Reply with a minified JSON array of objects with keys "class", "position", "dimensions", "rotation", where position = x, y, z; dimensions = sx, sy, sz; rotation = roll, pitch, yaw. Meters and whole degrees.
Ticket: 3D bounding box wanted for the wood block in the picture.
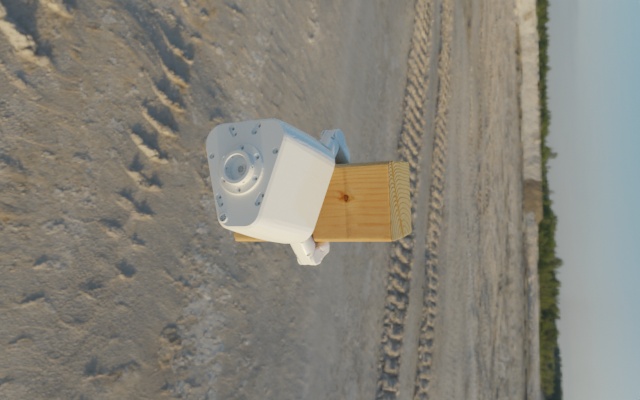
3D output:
[{"class":"wood block","position":[0.000,0.002,0.597],"dimensions":[0.206,0.091,0.090],"rotation":[-2,3,25]}]
